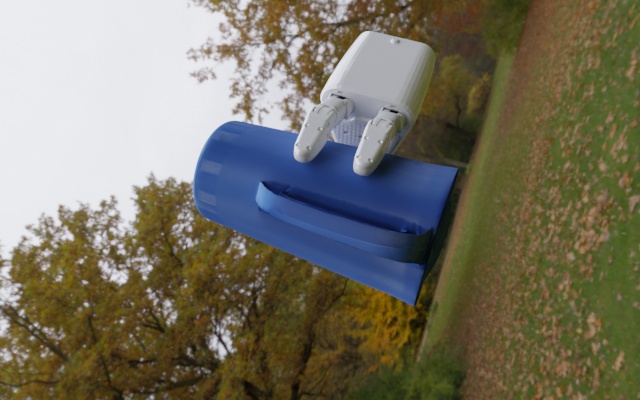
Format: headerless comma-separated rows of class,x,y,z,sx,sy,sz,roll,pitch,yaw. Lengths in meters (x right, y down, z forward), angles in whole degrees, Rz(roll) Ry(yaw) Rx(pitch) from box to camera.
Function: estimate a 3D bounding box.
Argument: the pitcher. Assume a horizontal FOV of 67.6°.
pitcher,0.000,0.001,0.461,0.243,0.145,0.149,17,-35,15
